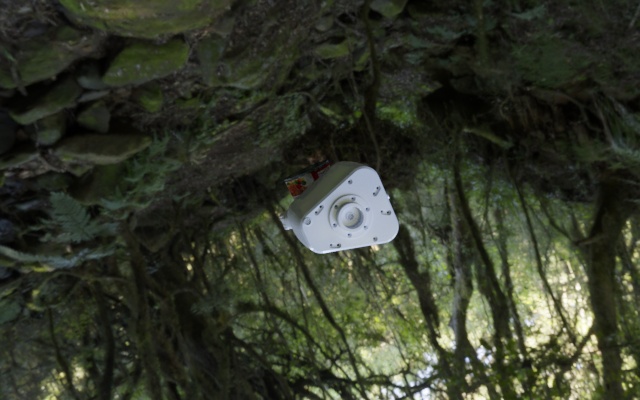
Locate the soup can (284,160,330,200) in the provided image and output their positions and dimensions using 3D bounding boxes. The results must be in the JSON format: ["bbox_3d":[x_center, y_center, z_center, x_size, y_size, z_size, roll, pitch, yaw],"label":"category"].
[{"bbox_3d":[0.000,0.002,0.677,0.068,0.102,0.068,-24,9,4],"label":"soup can"}]
